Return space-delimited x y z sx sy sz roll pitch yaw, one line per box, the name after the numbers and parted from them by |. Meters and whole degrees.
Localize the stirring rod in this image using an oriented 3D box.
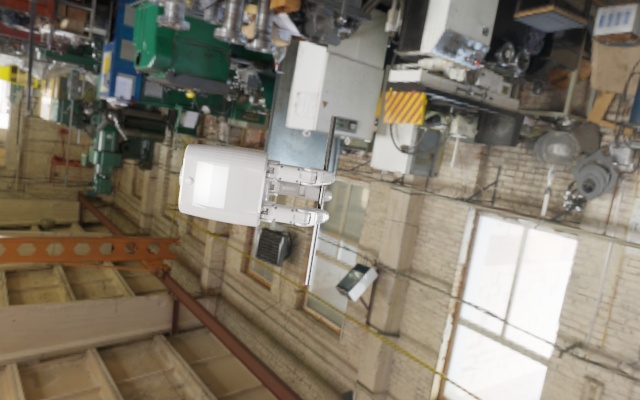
0.000 0.002 0.670 0.011 0.239 0.011 9 7 -1 | stirring rod
